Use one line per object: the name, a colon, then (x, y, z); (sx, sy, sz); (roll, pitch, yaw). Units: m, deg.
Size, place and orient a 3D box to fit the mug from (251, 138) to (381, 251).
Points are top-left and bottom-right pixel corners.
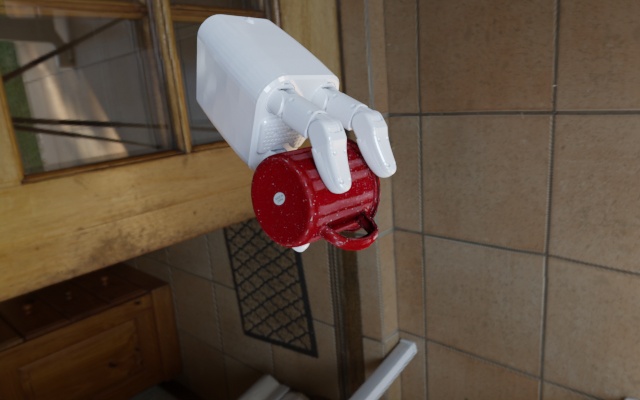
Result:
mug: (0.001, 0.002, 0.421); (0.081, 0.093, 0.117); (-17, 55, -44)
